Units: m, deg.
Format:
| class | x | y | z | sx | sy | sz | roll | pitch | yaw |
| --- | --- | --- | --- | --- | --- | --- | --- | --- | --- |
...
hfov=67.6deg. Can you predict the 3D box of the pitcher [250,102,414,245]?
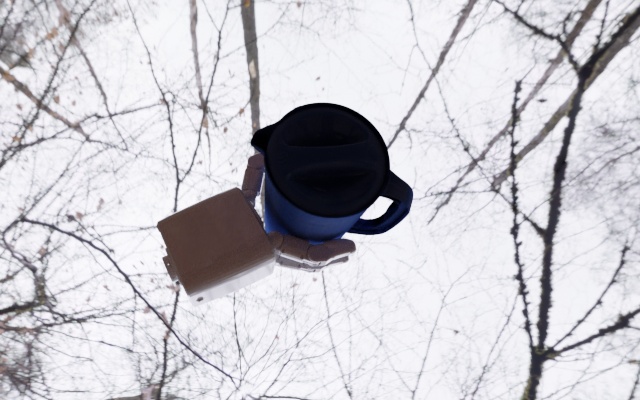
| class | x | y | z | sx | sy | sz | roll | pitch | yaw |
| --- | --- | --- | --- | --- | --- | --- | --- | --- | --- |
| pitcher | 0.000 | 0.002 | 0.595 | 0.145 | 0.149 | 0.243 | -24 | -16 | -17 |
